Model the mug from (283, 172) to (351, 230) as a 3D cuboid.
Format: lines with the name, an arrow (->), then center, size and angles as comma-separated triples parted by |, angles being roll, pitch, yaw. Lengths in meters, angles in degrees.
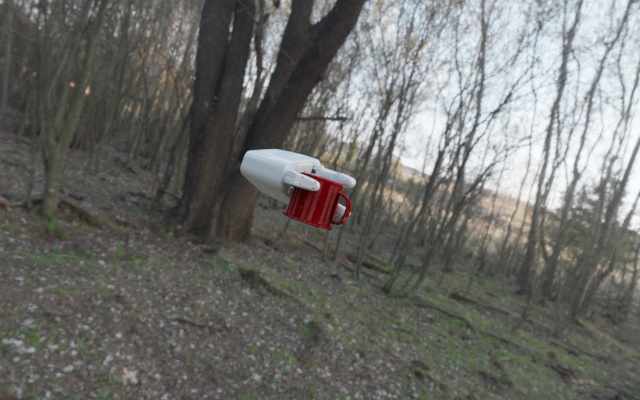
mug -> 0.001, 0.003, 0.830 | 0.117, 0.081, 0.093 | 19, 2, 31
